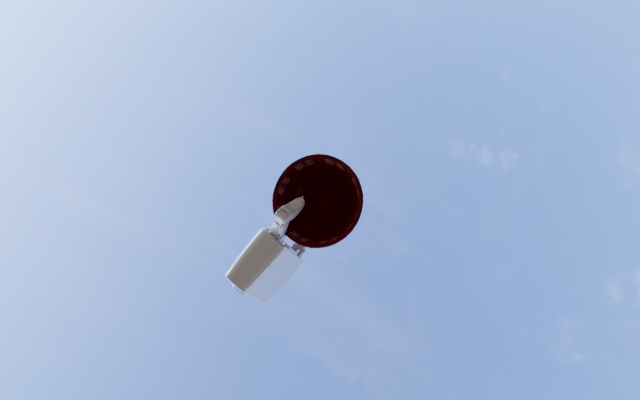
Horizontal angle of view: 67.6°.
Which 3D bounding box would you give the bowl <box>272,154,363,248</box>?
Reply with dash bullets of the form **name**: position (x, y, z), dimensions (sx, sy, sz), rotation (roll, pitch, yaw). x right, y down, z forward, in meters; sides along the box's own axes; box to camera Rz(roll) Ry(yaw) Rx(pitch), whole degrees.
- **bowl**: position (0.001, 0.002, 0.836), dimensions (0.162, 0.162, 0.055), rotation (0, -5, 17)
